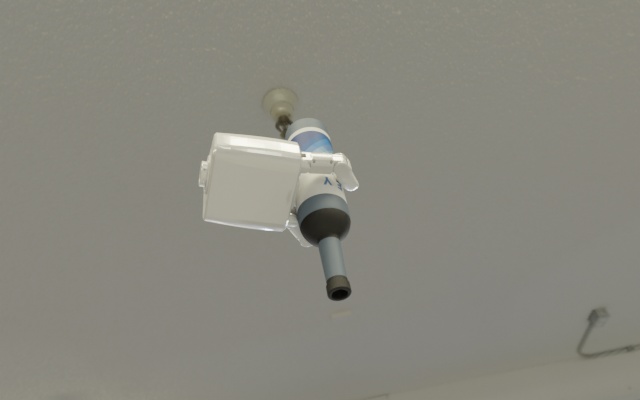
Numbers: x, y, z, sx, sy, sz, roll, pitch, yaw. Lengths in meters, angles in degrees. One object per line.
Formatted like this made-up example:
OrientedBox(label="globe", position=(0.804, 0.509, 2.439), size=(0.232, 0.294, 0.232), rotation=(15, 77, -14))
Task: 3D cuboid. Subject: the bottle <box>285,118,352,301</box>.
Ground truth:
OrientedBox(label="bottle", position=(0.000, 0.002, 0.631), size=(0.069, 0.069, 0.295), rotation=(0, 44, -12))
